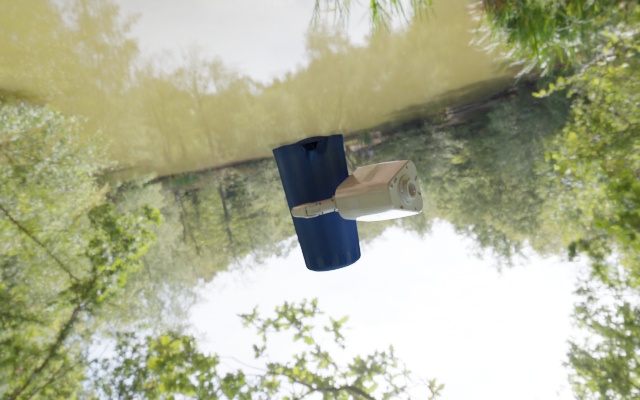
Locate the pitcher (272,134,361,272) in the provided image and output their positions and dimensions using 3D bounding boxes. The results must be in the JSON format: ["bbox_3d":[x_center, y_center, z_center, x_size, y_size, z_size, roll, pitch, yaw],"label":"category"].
[{"bbox_3d":[0.000,0.003,0.899,0.145,0.243,0.149,-9,5,40],"label":"pitcher"}]
